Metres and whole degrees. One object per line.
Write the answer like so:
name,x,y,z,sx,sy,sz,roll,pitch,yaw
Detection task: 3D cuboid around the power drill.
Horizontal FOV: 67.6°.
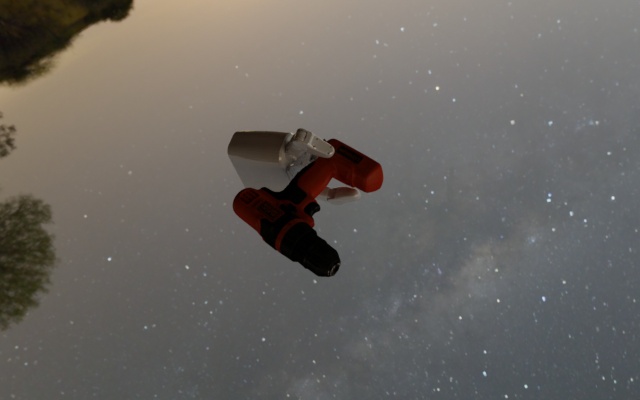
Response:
power drill,0.000,0.002,0.655,0.184,0.057,0.187,35,58,29
